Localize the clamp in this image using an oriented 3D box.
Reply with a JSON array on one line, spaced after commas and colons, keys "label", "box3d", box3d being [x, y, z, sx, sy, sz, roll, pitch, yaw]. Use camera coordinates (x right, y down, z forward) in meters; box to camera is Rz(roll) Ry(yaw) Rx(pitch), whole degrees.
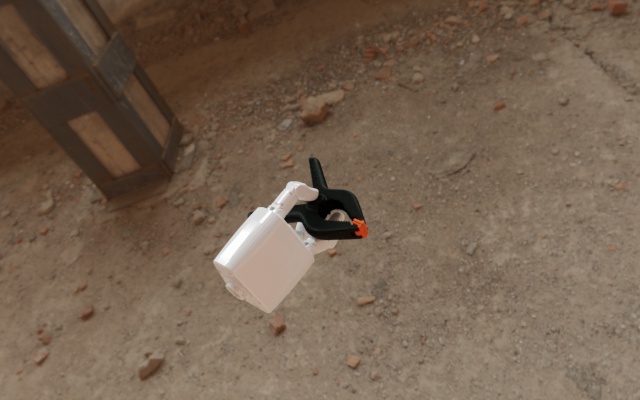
[{"label": "clamp", "box3d": [0.000, 0.002, 0.764, 0.210, 0.164, 0.036, 18, -32, 39]}]
